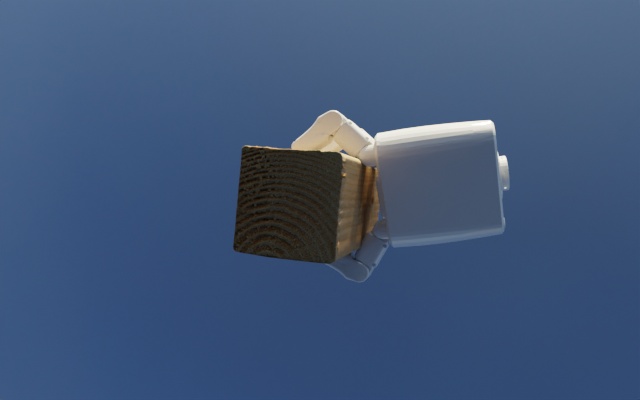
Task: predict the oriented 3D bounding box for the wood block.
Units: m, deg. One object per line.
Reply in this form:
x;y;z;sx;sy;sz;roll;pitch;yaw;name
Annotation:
0.000;0.002;0.481;0.090;0.091;0.206;5;2;16;wood block
